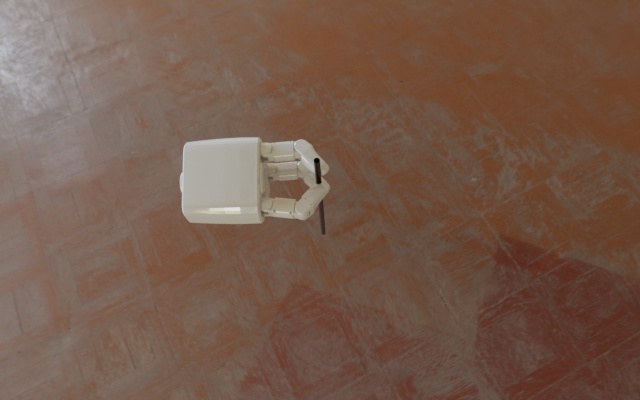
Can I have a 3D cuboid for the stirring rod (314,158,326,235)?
[{"bbox_3d":[0.000,0.002,0.715,0.011,0.011,0.240,0,-26,3],"label":"stirring rod"}]
